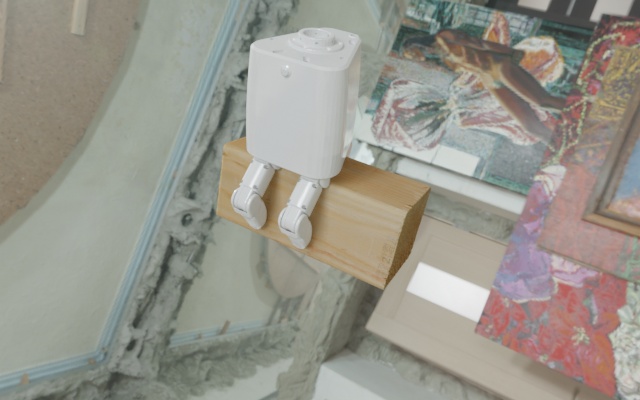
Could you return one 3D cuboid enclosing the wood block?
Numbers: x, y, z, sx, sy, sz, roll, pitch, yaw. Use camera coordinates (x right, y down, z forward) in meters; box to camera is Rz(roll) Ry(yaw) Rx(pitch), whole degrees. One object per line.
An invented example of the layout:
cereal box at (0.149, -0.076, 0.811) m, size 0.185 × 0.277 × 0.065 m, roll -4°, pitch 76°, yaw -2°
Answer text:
wood block at (0.000, 0.001, 0.519) m, size 0.206 × 0.090 × 0.090 m, roll 22°, pitch 27°, yaw 21°
